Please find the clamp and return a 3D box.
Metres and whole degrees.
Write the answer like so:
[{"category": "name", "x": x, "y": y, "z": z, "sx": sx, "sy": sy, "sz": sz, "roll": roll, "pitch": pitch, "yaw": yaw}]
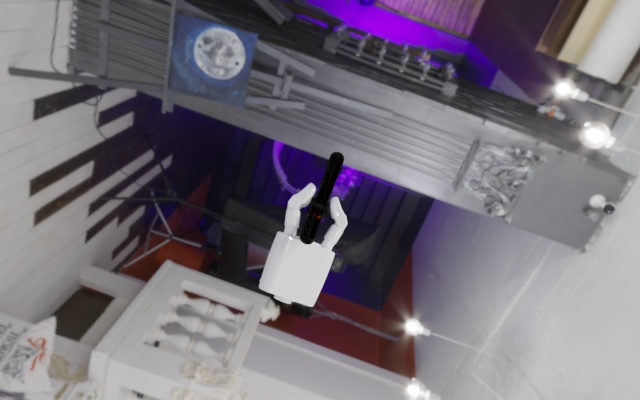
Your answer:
[{"category": "clamp", "x": 0.001, "y": 0.003, "z": 0.873, "sx": 0.036, "sy": 0.164, "sz": 0.210, "roll": 22, "pitch": -6, "yaw": 0}]
